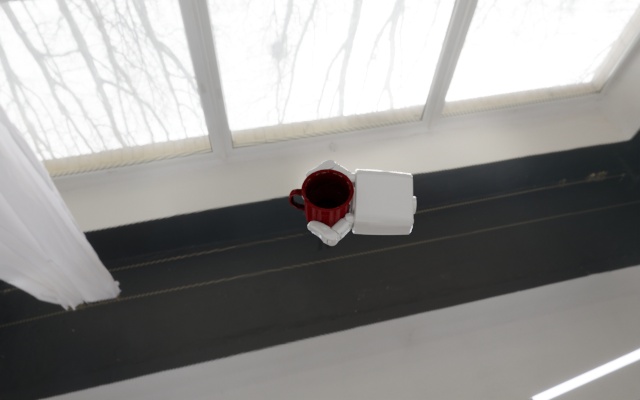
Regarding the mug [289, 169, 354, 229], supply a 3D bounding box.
[{"bbox_3d":[-0.001,0.003,0.872,0.117,0.093,0.082,3,-35,1],"label":"mug"}]
